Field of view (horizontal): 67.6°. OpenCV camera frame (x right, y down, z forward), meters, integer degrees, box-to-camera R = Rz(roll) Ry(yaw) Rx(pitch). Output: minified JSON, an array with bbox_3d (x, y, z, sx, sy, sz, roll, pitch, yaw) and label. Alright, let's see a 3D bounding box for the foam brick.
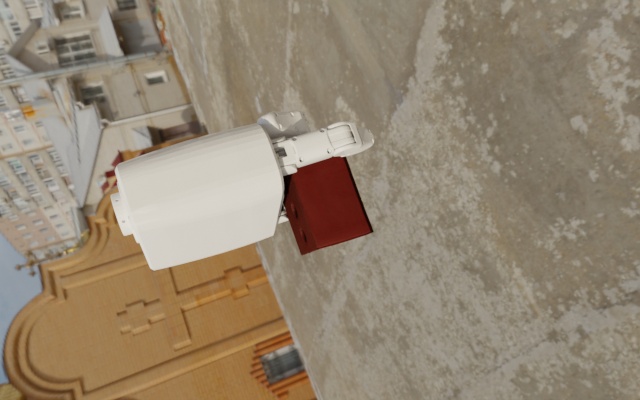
[{"bbox_3d":[0.000,0.002,0.401,0.051,0.078,0.053,-18,-5,-21],"label":"foam brick"}]
